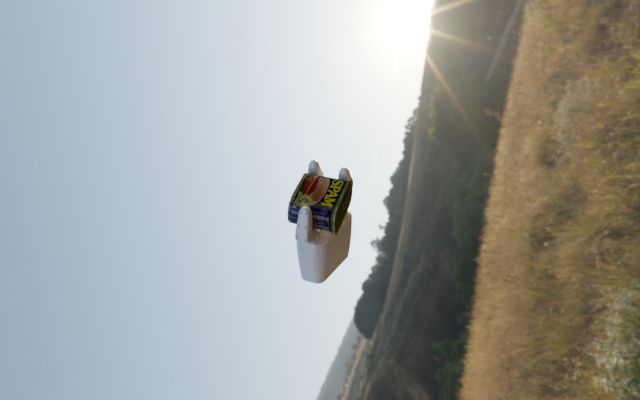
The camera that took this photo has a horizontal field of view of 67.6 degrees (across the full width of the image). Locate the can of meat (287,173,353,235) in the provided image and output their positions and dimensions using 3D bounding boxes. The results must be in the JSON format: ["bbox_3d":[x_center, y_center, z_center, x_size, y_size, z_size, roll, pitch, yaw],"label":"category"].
[{"bbox_3d":[0.000,0.003,0.805,0.084,0.057,0.102,12,44,15],"label":"can of meat"}]
